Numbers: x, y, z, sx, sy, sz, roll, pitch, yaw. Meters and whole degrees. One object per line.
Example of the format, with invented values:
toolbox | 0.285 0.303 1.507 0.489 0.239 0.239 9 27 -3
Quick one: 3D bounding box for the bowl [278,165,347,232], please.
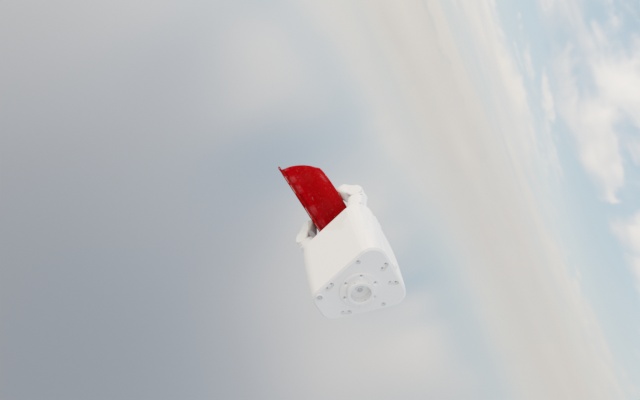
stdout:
bowl | 0.000 0.001 0.736 0.055 0.162 0.162 -33 2 -3
